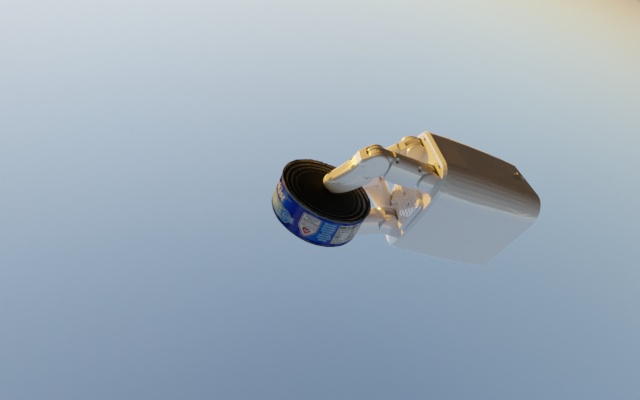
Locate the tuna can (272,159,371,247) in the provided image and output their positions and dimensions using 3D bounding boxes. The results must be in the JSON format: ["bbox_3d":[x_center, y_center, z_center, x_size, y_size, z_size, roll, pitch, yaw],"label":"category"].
[{"bbox_3d":[0.000,0.002,0.432,0.086,0.034,0.086,19,33,-13],"label":"tuna can"}]
